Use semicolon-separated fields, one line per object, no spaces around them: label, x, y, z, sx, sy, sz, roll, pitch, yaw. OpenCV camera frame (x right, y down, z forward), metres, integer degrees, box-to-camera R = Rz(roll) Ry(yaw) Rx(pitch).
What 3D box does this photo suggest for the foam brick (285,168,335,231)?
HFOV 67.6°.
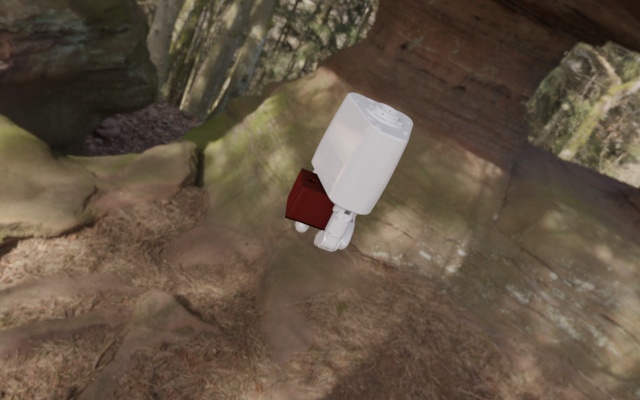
foam brick;0.000;0.002;0.617;0.078;0.051;0.053;20;28;-13
